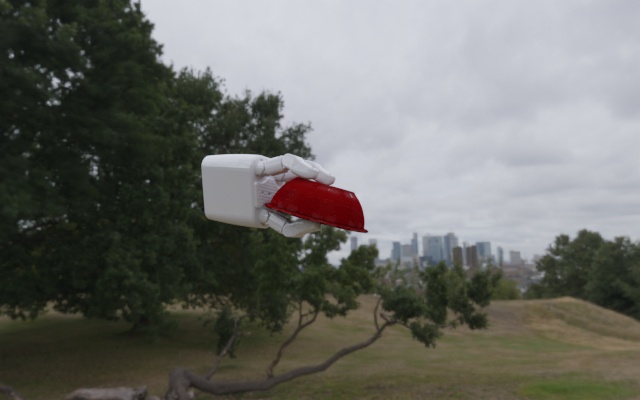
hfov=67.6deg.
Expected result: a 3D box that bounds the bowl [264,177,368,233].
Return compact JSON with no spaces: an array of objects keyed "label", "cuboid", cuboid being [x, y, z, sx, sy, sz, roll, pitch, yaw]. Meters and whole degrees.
[{"label":"bowl","cuboid":[0.001,0.002,0.717,0.162,0.055,0.162,15,1,0]}]
